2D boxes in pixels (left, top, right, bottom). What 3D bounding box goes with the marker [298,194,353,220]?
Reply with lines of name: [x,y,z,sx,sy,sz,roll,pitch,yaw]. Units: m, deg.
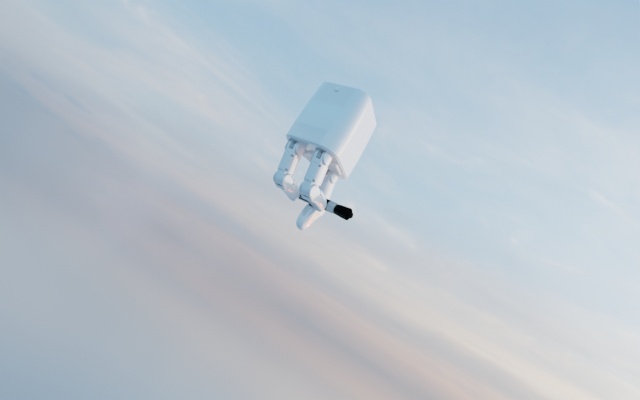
marker: [0.000,0.002,0.725,0.121,0.020,0.020,23,14,36]
